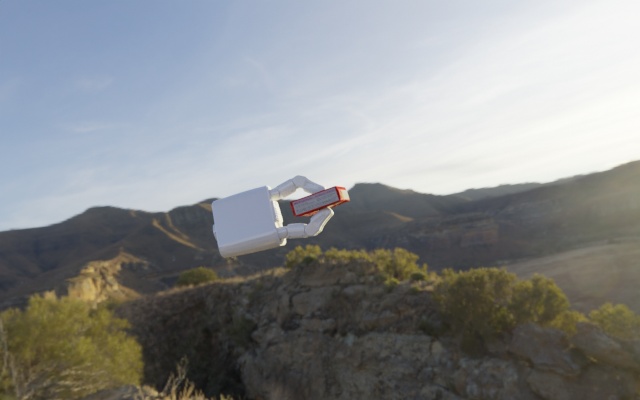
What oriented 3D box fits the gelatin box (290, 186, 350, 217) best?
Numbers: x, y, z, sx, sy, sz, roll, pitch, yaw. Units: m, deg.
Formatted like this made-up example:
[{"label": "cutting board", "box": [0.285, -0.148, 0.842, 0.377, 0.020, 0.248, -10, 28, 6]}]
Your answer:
[{"label": "gelatin box", "box": [0.000, 0.002, 0.840, 0.089, 0.030, 0.073, -20, -6, 15]}]
